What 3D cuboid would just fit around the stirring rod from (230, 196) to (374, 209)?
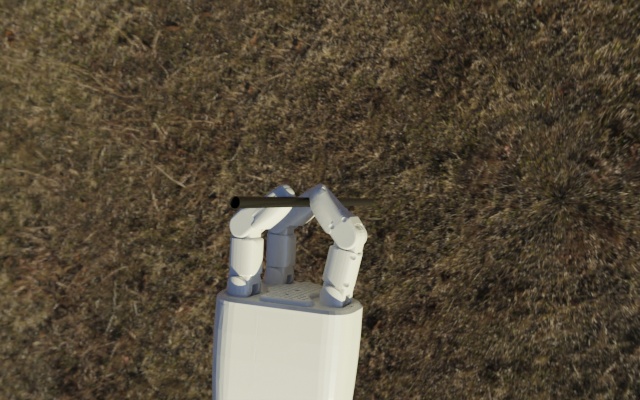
[{"bbox_3d":[0.000,0.001,0.408,0.011,0.011,0.239,0,0,27],"label":"stirring rod"}]
